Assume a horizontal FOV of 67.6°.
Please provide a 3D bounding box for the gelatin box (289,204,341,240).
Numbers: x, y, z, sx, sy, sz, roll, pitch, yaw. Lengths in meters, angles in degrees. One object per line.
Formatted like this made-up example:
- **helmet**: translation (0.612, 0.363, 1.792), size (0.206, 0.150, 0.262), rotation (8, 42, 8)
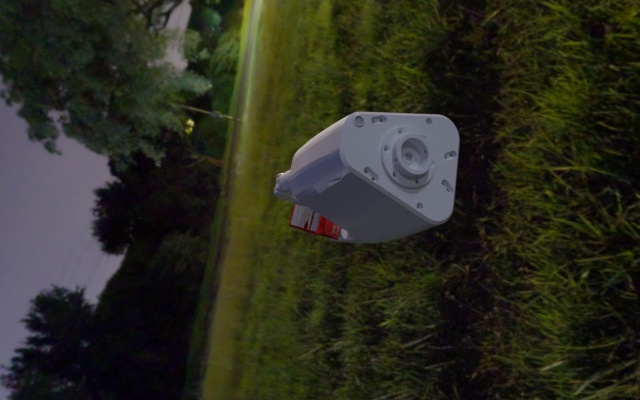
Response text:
- **gelatin box**: translation (0.000, 0.002, 0.542), size (0.030, 0.073, 0.089), rotation (16, -3, -24)
